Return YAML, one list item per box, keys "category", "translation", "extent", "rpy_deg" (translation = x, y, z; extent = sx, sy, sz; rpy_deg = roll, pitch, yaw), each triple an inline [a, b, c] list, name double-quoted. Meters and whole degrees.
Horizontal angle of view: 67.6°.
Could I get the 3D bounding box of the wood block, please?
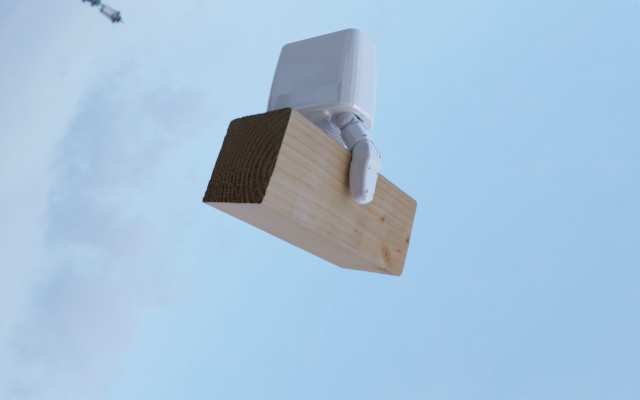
- category: "wood block"
  translation: [0.000, 0.001, 0.483]
  extent: [0.091, 0.090, 0.206]
  rpy_deg: [-1, -23, 45]
